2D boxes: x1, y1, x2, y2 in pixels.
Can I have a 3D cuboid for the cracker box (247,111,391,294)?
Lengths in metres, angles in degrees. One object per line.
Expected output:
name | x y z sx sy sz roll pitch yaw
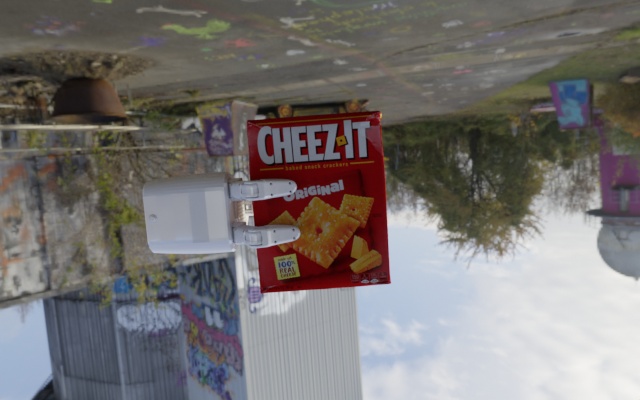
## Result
cracker box | 0.000 0.002 0.598 0.164 0.214 0.072 -4 5 3
